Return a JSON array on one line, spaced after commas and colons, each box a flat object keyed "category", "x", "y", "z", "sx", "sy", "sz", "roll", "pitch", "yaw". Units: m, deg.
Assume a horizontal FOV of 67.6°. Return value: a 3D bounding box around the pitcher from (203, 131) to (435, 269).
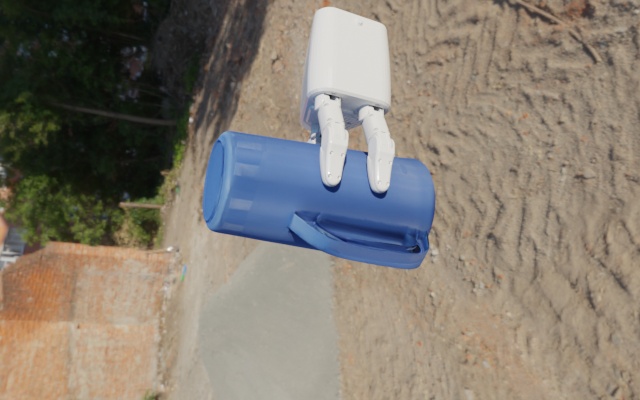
[{"category": "pitcher", "x": 0.000, "y": 0.002, "z": 0.536, "sx": 0.243, "sy": 0.145, "sz": 0.149, "roll": 9, "pitch": -15, "yaw": -23}]
